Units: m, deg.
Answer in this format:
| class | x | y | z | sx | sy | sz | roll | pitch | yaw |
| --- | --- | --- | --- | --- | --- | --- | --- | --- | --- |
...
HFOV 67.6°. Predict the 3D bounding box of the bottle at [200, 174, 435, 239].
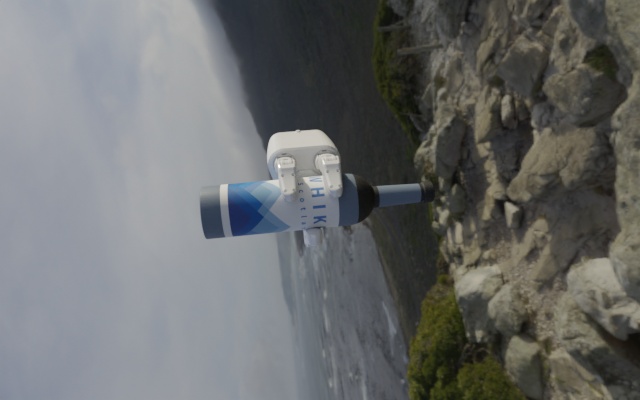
| class | x | y | z | sx | sy | sz | roll | pitch | yaw |
| --- | --- | --- | --- | --- | --- | --- | --- | --- | --- |
| bottle | 0.000 | 0.002 | 0.612 | 0.296 | 0.069 | 0.069 | -5 | 0 | -6 |
